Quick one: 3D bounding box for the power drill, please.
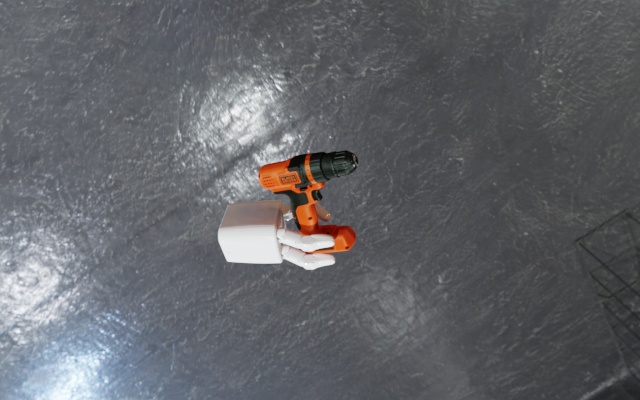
[{"bbox_3d":[0.000,0.003,0.843,0.184,0.188,0.057,-7,29,27],"label":"power drill"}]
